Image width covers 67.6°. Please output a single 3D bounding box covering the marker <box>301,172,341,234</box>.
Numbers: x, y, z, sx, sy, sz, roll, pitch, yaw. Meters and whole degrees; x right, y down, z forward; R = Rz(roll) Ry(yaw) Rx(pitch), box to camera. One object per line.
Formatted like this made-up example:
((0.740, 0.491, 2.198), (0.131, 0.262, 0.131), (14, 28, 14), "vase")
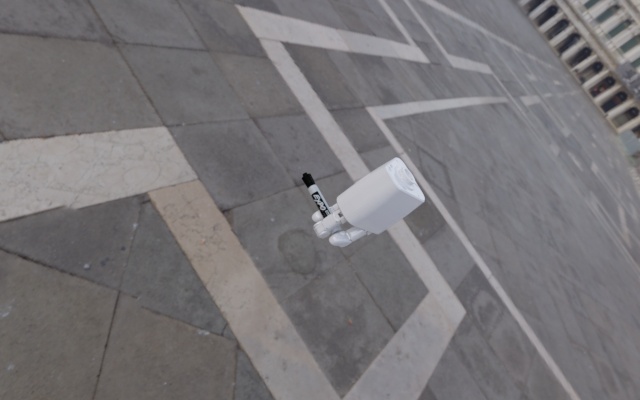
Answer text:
((0.000, 0.003, 0.842), (0.020, 0.121, 0.020), (-27, -15, -8), "marker")
